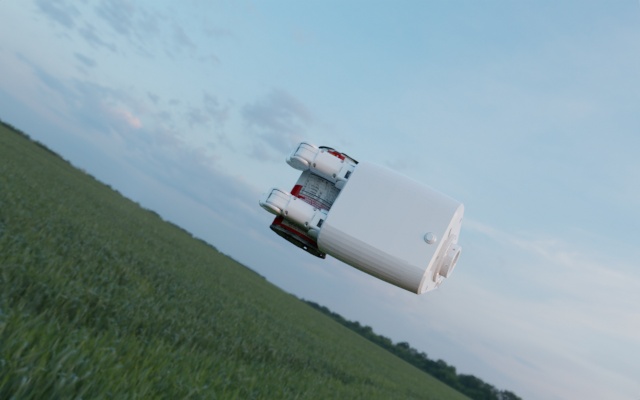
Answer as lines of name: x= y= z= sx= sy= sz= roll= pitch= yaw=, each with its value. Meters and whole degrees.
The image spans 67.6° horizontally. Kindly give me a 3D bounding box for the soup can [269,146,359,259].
soup can: x=0.000 y=0.001 z=0.510 sx=0.068 sy=0.102 sz=0.068 roll=29 pitch=-11 yaw=6
